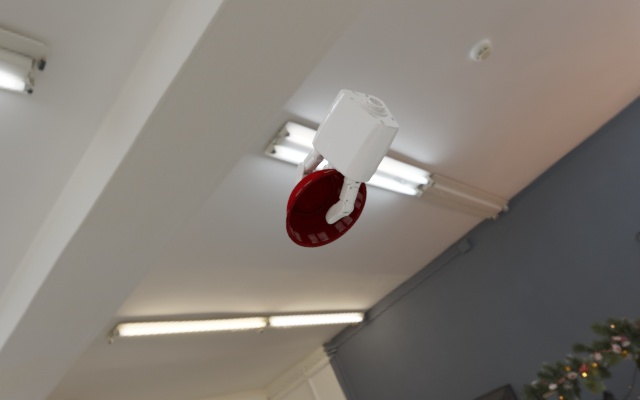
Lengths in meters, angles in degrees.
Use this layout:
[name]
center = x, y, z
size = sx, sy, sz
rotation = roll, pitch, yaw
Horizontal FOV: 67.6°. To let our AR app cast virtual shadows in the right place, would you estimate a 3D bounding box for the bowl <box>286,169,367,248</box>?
[bowl]
center = -0.001, 0.004, 0.835
size = 0.162, 0.162, 0.055
rotation = 0, 32, -37
